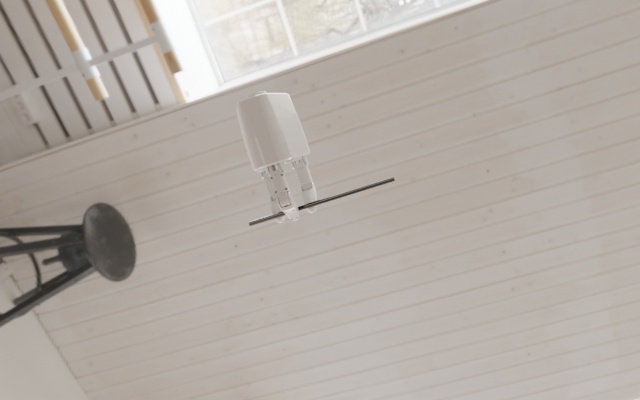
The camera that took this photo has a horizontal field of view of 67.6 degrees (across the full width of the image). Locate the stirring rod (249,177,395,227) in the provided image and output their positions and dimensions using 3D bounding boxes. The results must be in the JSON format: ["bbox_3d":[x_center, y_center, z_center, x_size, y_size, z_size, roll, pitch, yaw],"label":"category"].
[{"bbox_3d":[0.000,0.002,0.752,0.239,0.011,0.011,-17,-2,7],"label":"stirring rod"}]
